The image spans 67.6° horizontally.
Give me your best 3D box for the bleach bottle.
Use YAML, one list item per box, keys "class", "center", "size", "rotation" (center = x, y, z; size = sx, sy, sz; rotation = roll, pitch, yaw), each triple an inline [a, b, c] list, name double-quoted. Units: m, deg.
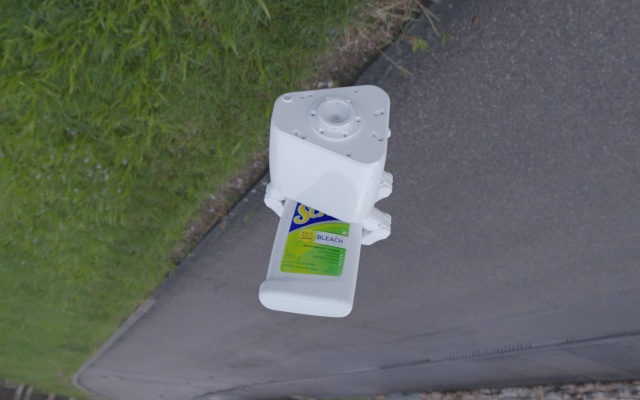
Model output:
- class: "bleach bottle"
  center: [0.000, 0.002, 0.557]
  size: [0.102, 0.250, 0.068]
  rotation: [7, -28, 1]
